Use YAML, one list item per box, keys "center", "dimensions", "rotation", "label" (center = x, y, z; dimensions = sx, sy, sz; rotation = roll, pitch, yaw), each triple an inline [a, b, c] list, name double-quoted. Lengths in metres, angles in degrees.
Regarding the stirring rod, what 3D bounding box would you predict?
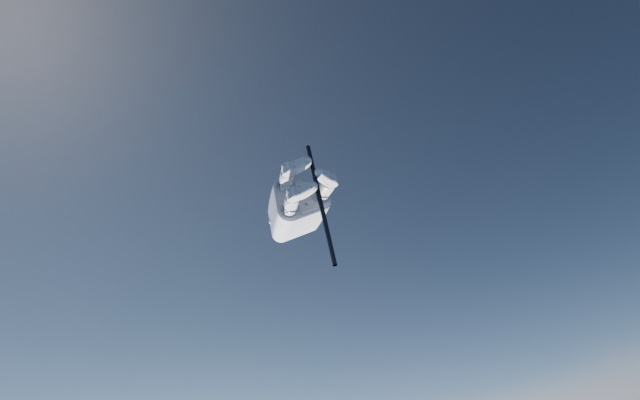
- center: [0.000, 0.003, 0.834]
  dimensions: [0.011, 0.239, 0.011]
  rotation: [-10, -28, -5]
  label: "stirring rod"
